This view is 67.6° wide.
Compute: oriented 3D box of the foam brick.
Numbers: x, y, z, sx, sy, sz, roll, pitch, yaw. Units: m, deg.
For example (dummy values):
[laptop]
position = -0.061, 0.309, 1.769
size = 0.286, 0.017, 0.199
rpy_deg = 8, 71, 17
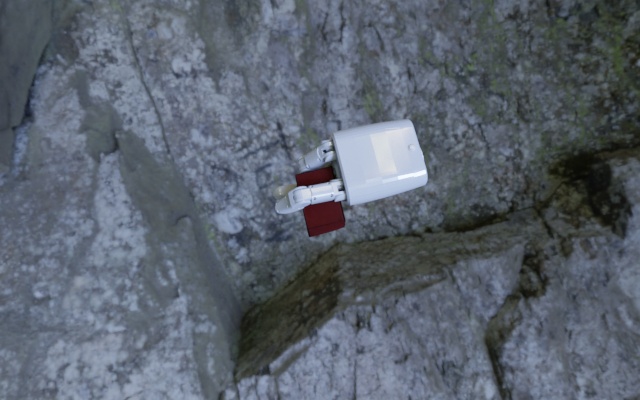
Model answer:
[foam brick]
position = 0.000, 0.002, 0.637
size = 0.051, 0.078, 0.053
rpy_deg = -13, -14, -3
